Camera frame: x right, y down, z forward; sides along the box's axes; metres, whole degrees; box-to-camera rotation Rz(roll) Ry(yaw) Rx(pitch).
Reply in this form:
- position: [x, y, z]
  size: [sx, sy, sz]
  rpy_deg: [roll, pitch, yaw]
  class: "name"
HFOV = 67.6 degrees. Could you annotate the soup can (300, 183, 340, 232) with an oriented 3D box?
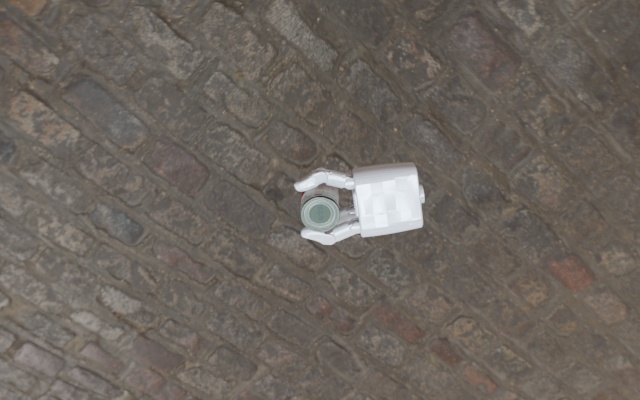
- position: [0.000, 0.003, 0.828]
  size: [0.068, 0.068, 0.102]
  rpy_deg: [0, 25, 0]
  class: "soup can"
